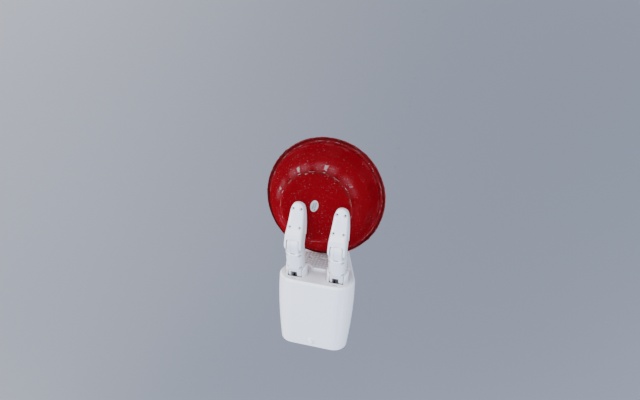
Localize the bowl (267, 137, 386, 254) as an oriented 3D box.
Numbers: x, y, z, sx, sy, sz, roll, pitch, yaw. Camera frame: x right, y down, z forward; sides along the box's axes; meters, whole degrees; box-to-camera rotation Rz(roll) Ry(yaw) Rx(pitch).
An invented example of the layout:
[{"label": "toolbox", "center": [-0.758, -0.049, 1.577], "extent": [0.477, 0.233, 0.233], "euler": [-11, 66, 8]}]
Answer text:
[{"label": "bowl", "center": [0.000, 0.001, 0.612], "extent": [0.162, 0.162, 0.055], "euler": [0, 15, 14]}]
